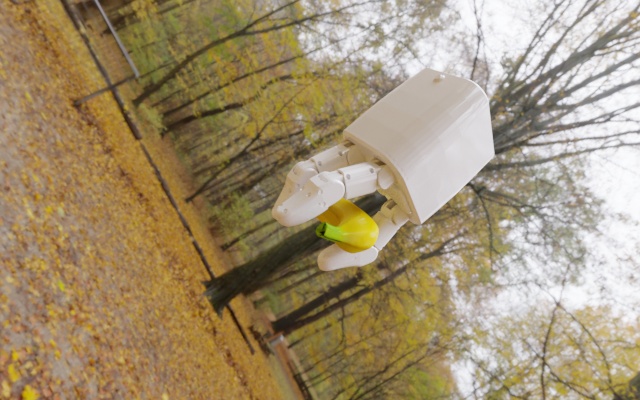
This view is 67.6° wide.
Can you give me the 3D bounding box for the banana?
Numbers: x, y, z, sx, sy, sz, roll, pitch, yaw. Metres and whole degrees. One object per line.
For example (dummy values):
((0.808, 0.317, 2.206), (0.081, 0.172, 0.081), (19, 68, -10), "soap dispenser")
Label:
((0.015, 0.013, 0.469), (0.069, 0.037, 0.197), (37, 2, -15), "banana")
